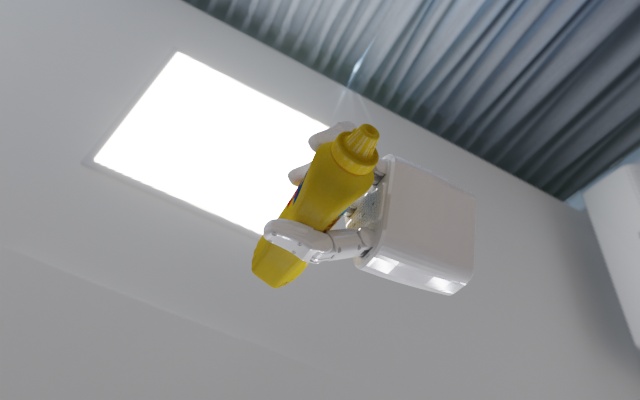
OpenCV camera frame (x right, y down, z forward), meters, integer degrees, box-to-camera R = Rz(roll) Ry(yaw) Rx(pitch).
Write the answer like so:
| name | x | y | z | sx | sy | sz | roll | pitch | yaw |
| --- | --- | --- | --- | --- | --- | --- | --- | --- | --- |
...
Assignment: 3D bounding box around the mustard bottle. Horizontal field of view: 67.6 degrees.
| name | x | y | z | sx | sy | sz | roll | pitch | yaw |
| --- | --- | --- | --- | --- | --- | --- | --- | --- | --- |
| mustard bottle | 0.000 | 0.001 | 0.452 | 0.192 | 0.058 | 0.096 | -54 | -2 | 42 |
